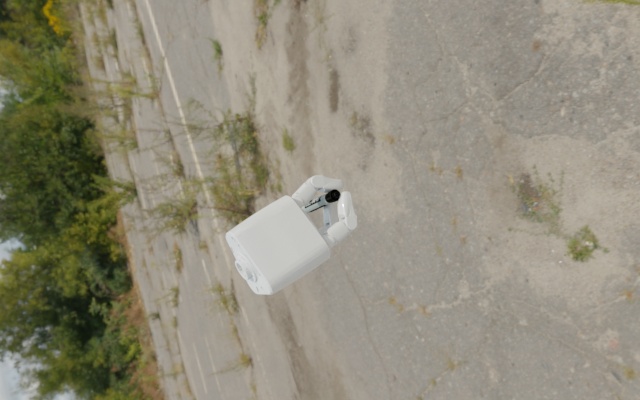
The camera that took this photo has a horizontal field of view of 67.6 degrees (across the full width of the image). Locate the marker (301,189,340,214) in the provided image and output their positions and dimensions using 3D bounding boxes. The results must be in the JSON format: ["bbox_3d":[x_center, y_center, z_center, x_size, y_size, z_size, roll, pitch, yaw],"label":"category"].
[{"bbox_3d":[0.000,0.002,0.768,0.020,0.020,0.121,0,-11,-25],"label":"marker"}]
